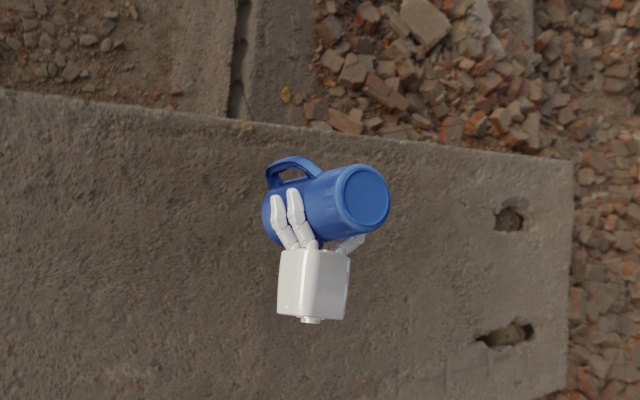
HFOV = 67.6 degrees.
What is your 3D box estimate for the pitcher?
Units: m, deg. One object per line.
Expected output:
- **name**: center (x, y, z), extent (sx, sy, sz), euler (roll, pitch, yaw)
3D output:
- **pitcher**: center (0.000, 0.003, 0.822), extent (0.149, 0.145, 0.243), euler (14, -15, -29)
